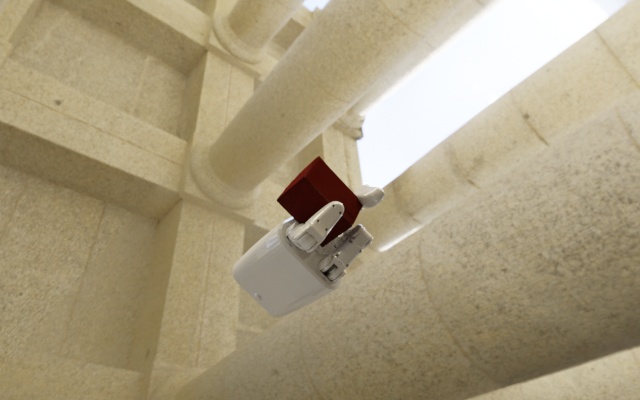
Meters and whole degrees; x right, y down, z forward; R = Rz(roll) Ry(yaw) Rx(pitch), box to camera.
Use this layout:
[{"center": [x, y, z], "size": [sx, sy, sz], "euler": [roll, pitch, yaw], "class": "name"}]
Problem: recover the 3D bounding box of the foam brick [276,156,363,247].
[{"center": [0.000, 0.001, 0.537], "size": [0.051, 0.078, 0.053], "euler": [-37, 11, 35], "class": "foam brick"}]
